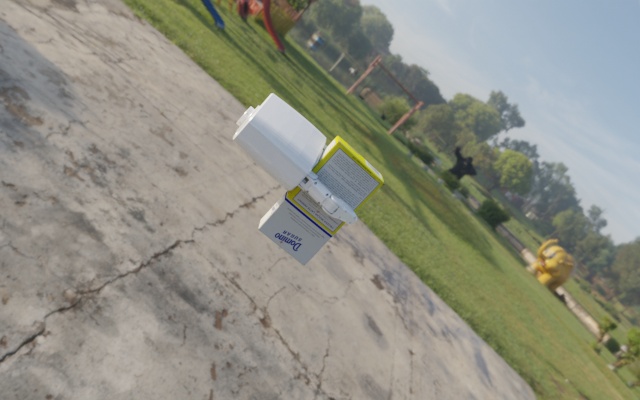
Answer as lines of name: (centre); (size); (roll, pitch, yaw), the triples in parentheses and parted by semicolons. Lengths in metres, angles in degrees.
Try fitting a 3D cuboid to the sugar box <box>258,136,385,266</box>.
sugar box: (0.000, 0.002, 0.700); (0.093, 0.176, 0.048); (41, 16, -13)
